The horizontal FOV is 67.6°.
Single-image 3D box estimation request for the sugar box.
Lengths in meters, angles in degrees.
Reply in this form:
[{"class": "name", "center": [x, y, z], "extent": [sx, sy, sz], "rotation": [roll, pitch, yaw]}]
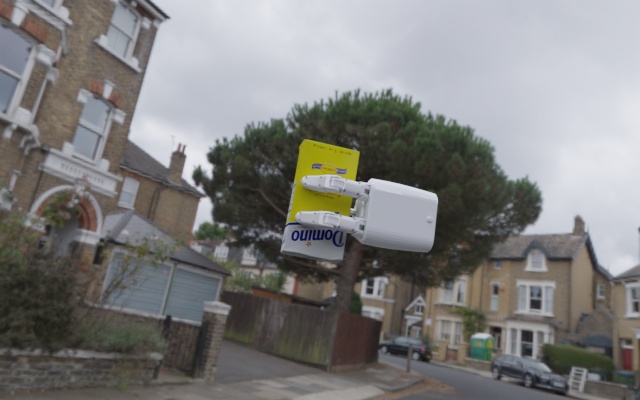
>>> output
[{"class": "sugar box", "center": [0.000, 0.002, 0.736], "extent": [0.093, 0.176, 0.048], "rotation": [11, -14, -9]}]
